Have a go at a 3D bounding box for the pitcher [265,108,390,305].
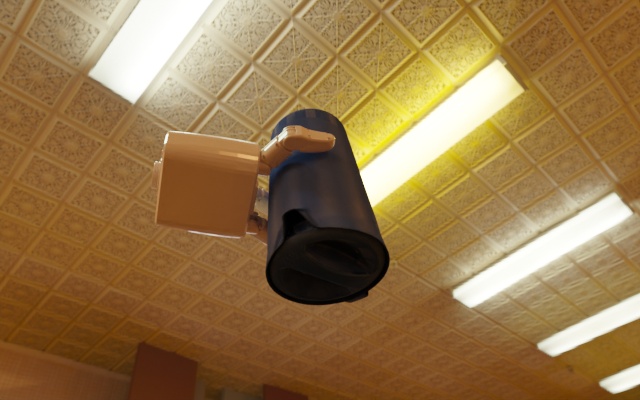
[{"bbox_3d":[0.000,0.002,0.595,0.145,0.149,0.242,8,42,-16],"label":"pitcher"}]
